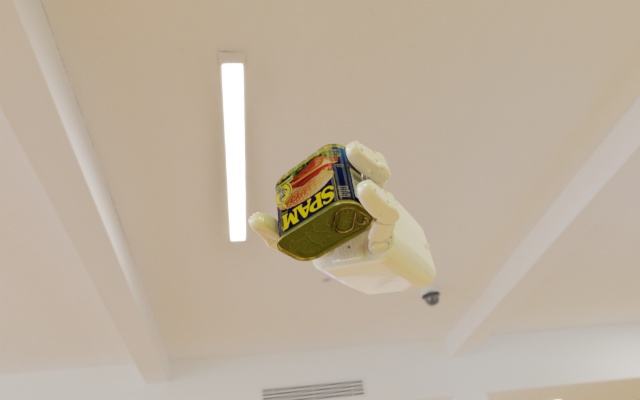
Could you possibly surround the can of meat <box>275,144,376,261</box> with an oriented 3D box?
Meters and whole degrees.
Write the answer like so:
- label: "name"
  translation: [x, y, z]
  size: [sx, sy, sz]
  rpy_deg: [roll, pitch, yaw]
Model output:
- label: "can of meat"
  translation: [0.000, 0.001, 0.501]
  size: [0.102, 0.083, 0.057]
  rpy_deg: [-33, -44, 27]
